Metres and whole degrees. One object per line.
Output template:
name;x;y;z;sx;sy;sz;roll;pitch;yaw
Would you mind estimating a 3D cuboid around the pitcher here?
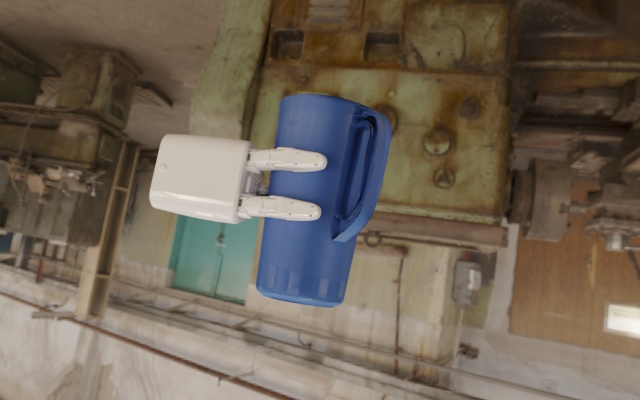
pitcher;0.000;0.002;0.580;0.145;0.243;0.149;9;-8;7
